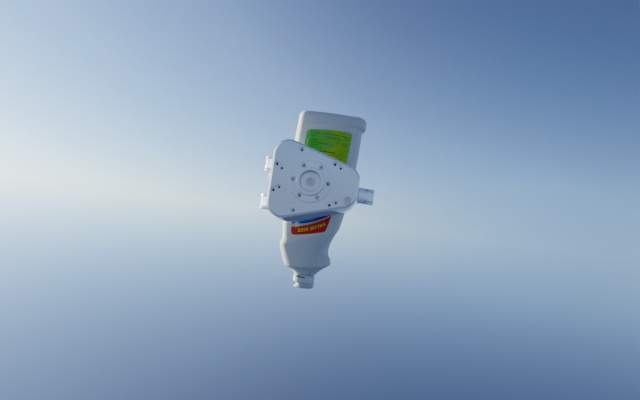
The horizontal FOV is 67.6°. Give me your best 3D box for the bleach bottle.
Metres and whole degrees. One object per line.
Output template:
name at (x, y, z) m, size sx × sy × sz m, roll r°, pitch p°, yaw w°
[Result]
bleach bottle at (0.000, 0.002, 0.695) m, size 0.102 × 0.251 × 0.068 m, roll 8°, pitch -2°, yaw 1°
